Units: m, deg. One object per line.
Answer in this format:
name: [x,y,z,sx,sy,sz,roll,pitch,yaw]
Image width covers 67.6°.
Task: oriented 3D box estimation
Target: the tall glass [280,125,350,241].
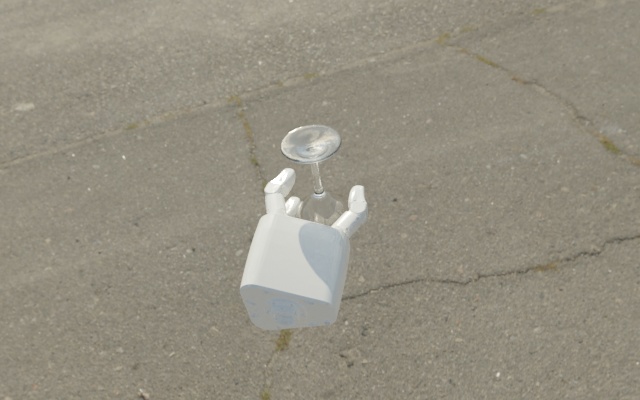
tall glass: [0.000,0.002,0.641,0.079,0.201,0.079,-5,44,5]
